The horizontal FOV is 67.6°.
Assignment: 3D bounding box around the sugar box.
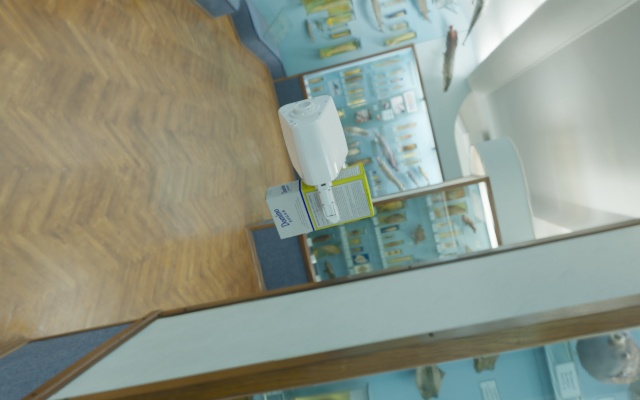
[{"bbox_3d":[0.000,0.002,0.845,0.176,0.093,0.048,-12,33,7],"label":"sugar box"}]
